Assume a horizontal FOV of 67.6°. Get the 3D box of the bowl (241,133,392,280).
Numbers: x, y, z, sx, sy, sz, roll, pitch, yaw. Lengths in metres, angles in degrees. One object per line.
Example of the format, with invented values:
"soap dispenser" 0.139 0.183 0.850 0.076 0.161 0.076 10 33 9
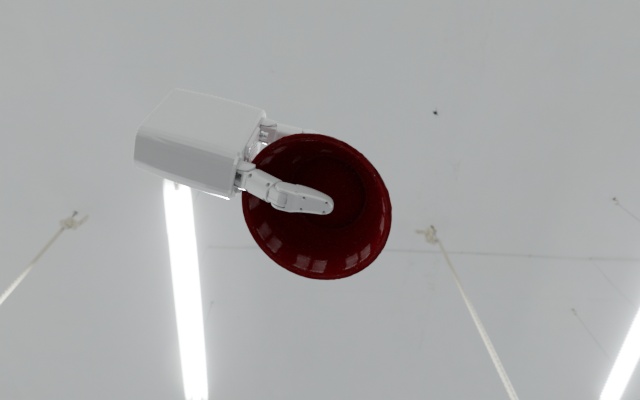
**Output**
"bowl" 0.001 0.002 0.509 0.162 0.162 0.055 0 21 18
